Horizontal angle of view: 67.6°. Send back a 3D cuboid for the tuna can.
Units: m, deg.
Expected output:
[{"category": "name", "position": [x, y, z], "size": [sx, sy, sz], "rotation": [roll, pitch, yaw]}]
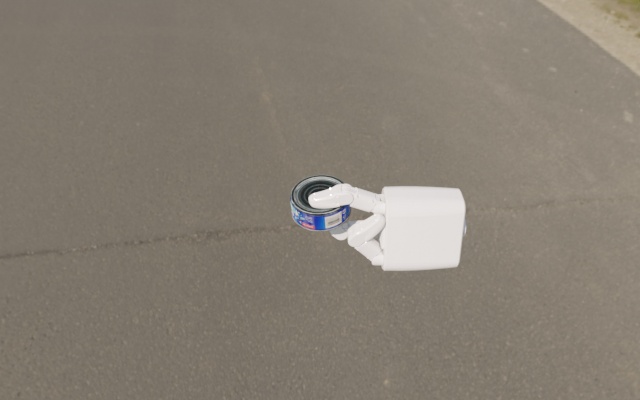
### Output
[{"category": "tuna can", "position": [0.000, 0.002, 0.675], "size": [0.086, 0.034, 0.086], "rotation": [-2, 43, 2]}]
